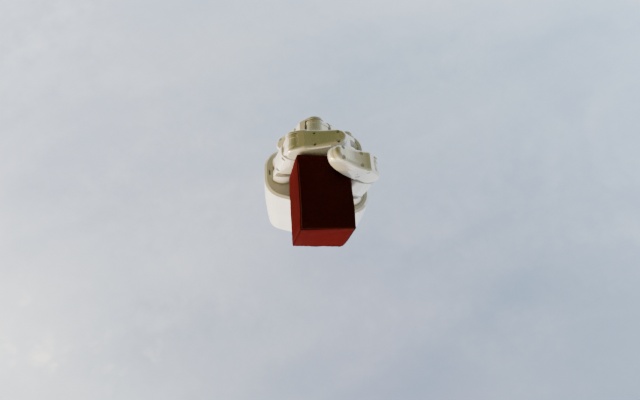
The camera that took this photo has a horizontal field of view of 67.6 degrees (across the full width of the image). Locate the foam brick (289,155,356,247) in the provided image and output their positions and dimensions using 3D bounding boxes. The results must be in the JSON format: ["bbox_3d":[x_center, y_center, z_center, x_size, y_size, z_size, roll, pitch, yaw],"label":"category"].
[{"bbox_3d":[0.000,0.002,0.462,0.053,0.078,0.051,2,-26,-13],"label":"foam brick"}]
